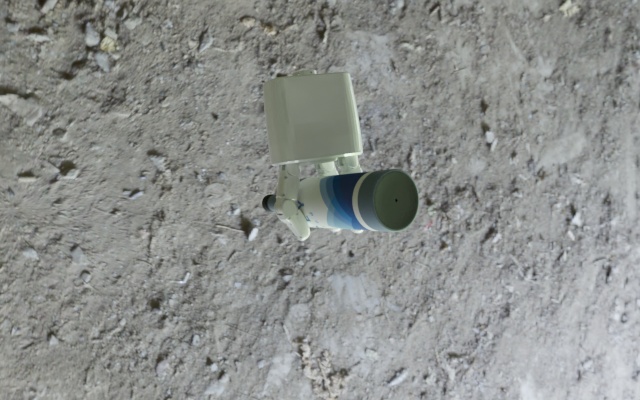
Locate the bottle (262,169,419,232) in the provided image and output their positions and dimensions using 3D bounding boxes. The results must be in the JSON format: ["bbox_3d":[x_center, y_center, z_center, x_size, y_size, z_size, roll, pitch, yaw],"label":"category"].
[{"bbox_3d":[0.000,0.002,0.623,0.069,0.069,0.295,0,-1,-33],"label":"bottle"}]
